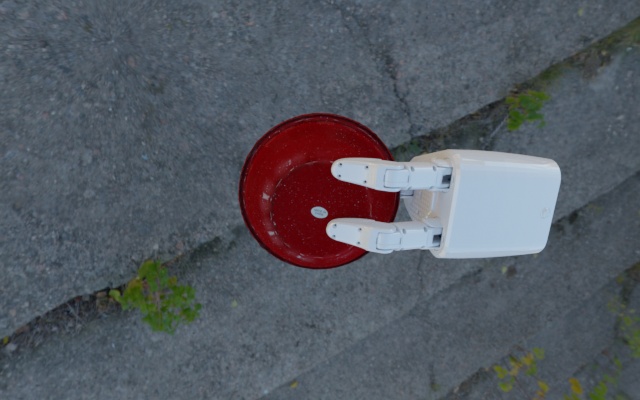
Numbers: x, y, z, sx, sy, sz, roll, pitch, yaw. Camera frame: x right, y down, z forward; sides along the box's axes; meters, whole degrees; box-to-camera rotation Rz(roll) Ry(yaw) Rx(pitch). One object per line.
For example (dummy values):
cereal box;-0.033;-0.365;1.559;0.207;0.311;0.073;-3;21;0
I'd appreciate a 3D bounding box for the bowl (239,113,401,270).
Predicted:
bowl;-0.001;0.002;0.451;0.162;0.162;0.055;0;17;-1
